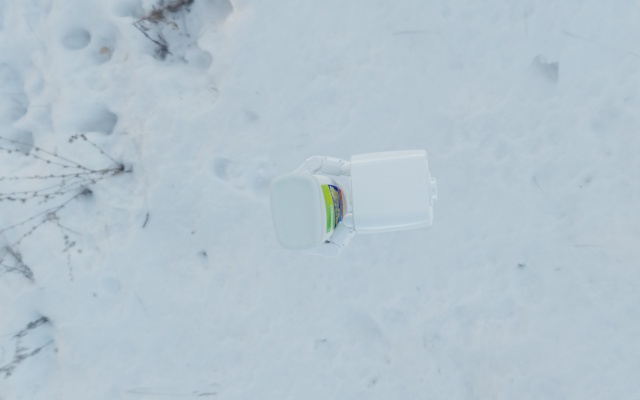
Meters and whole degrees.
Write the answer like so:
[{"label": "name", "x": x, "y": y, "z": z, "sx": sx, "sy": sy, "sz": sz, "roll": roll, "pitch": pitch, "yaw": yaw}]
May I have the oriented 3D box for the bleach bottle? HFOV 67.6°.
[{"label": "bleach bottle", "x": 0.000, "y": 0.002, "z": 0.713, "sx": 0.068, "sy": 0.102, "sz": 0.251, "roll": -4, "pitch": 6, "yaw": 15}]
